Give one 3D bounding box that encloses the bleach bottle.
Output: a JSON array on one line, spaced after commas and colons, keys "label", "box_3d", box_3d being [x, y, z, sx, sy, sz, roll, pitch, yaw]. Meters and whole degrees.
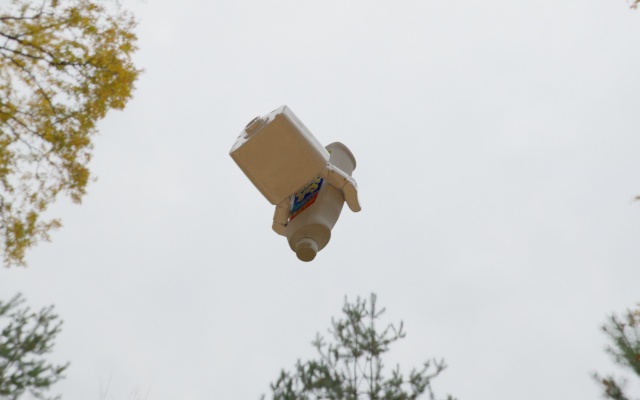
[{"label": "bleach bottle", "box_3d": [0.000, 0.003, 0.760, 0.102, 0.068, 0.250, -30, 25, 24]}]
